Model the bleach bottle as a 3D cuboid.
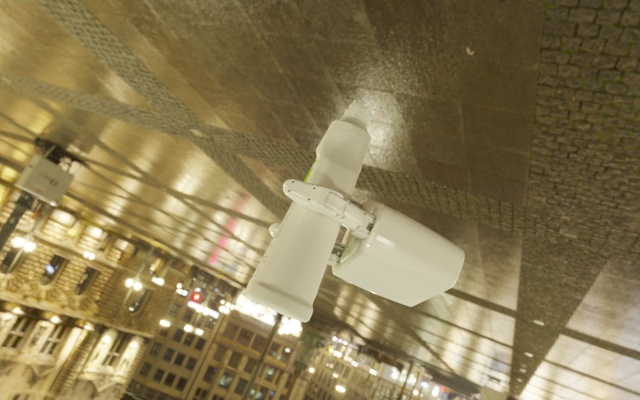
[{"bbox_3d":[0.000,0.002,0.524,0.068,0.250,0.102,26,-15,-9],"label":"bleach bottle"}]
